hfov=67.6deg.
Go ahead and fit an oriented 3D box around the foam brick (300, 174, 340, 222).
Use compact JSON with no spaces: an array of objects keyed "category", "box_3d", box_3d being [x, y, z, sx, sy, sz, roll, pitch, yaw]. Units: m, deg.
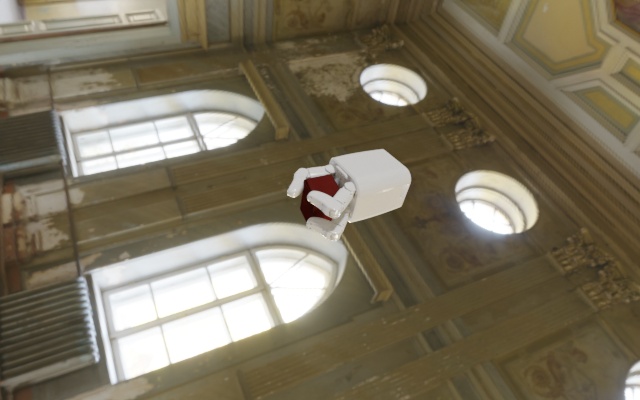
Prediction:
[{"category":"foam brick","box_3d":[0.000,0.003,0.823,0.051,0.053,0.078,-13,-37,-20]}]
